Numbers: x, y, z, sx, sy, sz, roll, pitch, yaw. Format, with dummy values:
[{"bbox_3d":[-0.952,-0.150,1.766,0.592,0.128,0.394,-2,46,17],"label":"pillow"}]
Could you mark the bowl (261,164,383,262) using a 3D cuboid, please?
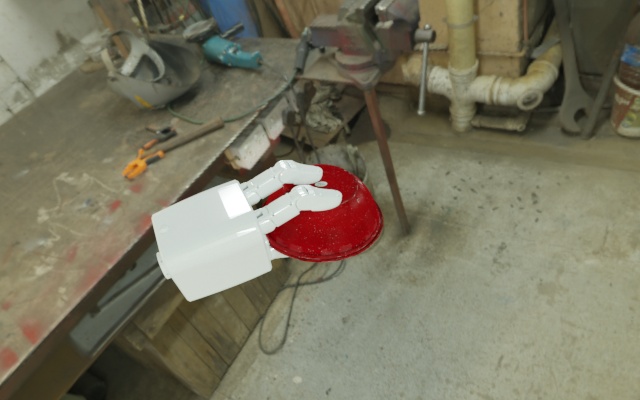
[{"bbox_3d":[0.001,0.001,0.599,0.162,0.055,0.162,0,38,0],"label":"bowl"}]
